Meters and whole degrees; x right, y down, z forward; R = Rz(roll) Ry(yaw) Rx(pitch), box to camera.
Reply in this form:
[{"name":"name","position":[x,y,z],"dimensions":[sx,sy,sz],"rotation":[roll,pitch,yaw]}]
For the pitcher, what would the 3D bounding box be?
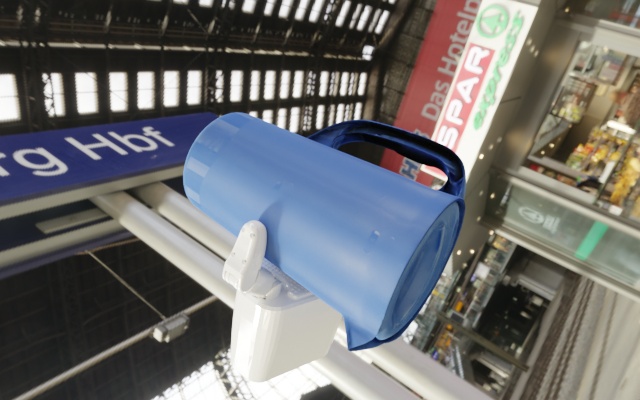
[{"name":"pitcher","position":[0.000,0.002,0.434],"dimensions":[0.242,0.145,0.149],"rotation":[29,34,26]}]
